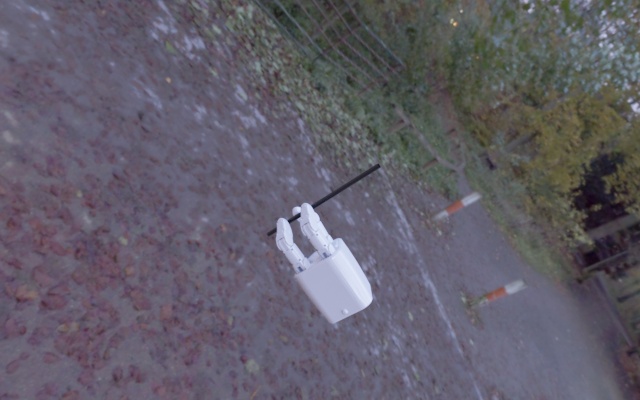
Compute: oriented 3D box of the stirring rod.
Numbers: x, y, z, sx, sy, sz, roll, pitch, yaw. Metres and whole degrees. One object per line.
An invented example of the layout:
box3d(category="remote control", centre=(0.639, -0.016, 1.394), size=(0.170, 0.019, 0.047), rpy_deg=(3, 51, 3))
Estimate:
box3d(category="stirring rod", centre=(0.000, 0.003, 0.807), size=(0.239, 0.011, 0.011), rpy_deg=(-32, -14, 24))
